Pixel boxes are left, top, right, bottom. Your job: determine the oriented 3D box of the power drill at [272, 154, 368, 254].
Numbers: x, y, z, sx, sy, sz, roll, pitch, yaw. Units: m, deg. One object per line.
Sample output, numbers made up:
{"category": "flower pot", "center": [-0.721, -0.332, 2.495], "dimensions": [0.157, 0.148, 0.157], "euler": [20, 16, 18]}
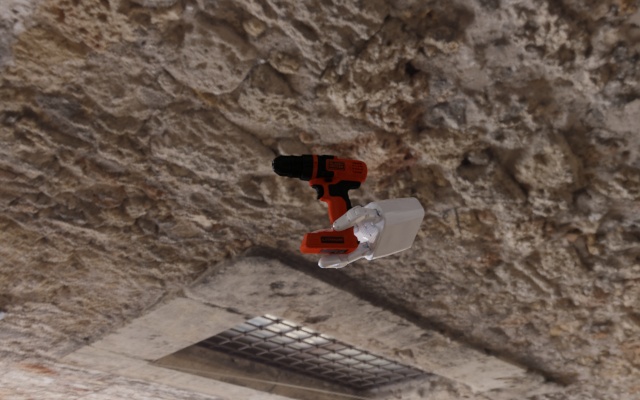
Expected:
{"category": "power drill", "center": [0.000, 0.003, 0.886], "dimensions": [0.184, 0.187, 0.057], "euler": [3, -18, -11]}
